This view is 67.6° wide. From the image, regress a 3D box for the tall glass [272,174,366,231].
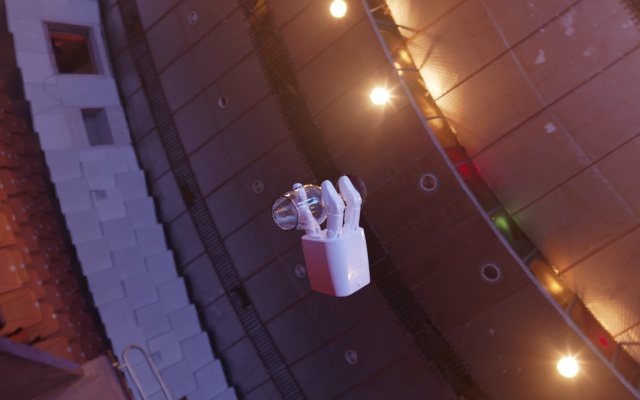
[{"bbox_3d":[0.000,0.003,0.887,0.079,0.079,0.201,0,11,39],"label":"tall glass"}]
